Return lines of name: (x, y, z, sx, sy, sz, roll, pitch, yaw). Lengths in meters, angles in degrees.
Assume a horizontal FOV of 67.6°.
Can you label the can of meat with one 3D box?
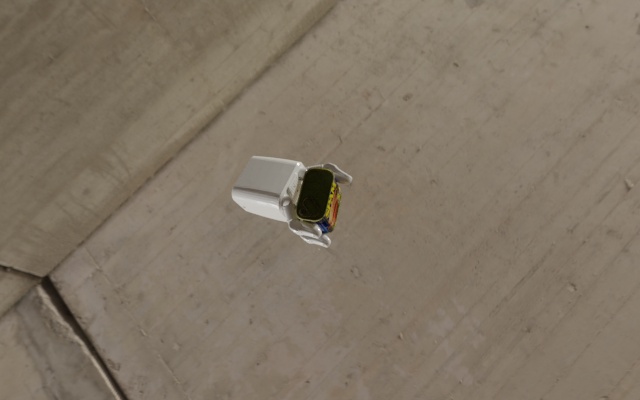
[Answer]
can of meat: (0.000, 0.003, 0.877, 0.057, 0.102, 0.084, 7, -20, 19)
